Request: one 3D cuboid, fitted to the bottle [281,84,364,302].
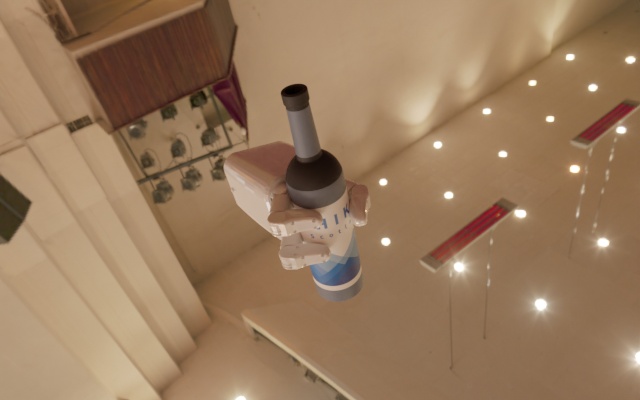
[{"bbox_3d":[0.000,0.002,0.565,0.069,0.296,0.069,-8,39,7],"label":"bottle"}]
